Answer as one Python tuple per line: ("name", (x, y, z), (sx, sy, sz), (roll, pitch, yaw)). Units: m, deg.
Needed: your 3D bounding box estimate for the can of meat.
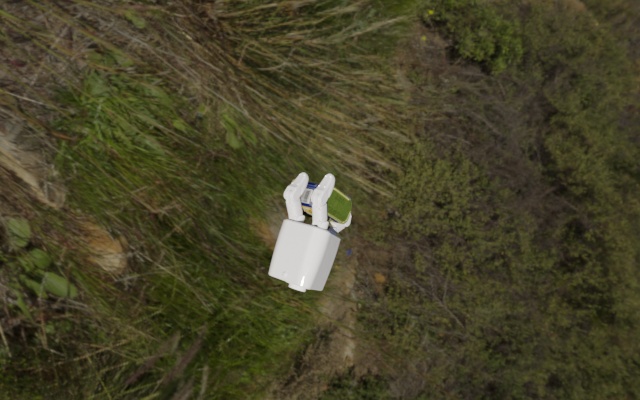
("can of meat", (0.000, 0.003, 0.896), (0.084, 0.057, 0.102), (13, -12, 36))
